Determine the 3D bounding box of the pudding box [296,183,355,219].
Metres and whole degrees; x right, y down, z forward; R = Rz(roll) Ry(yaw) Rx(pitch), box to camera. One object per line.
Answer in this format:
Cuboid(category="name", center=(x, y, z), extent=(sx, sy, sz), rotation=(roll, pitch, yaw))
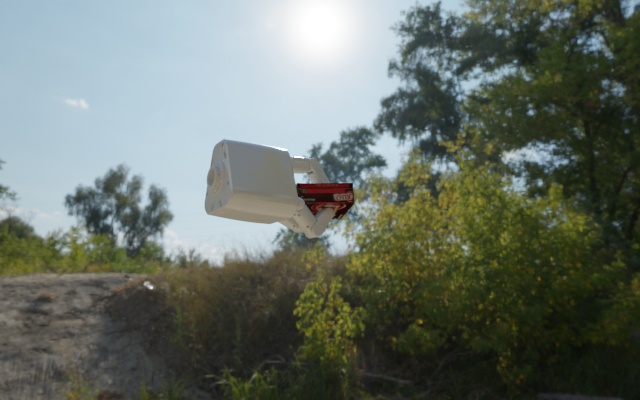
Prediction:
Cuboid(category="pudding box", center=(0.000, 0.002, 0.774), extent=(0.090, 0.039, 0.113), rotation=(0, -13, -8))
